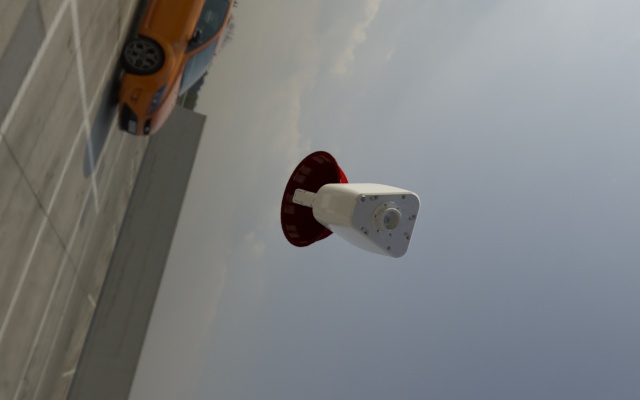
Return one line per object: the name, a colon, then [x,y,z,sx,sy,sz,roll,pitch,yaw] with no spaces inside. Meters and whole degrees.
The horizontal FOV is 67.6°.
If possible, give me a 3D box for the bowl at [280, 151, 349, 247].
bowl: [0.000,0.002,0.791,0.055,0.162,0.162,17,-10,-35]
